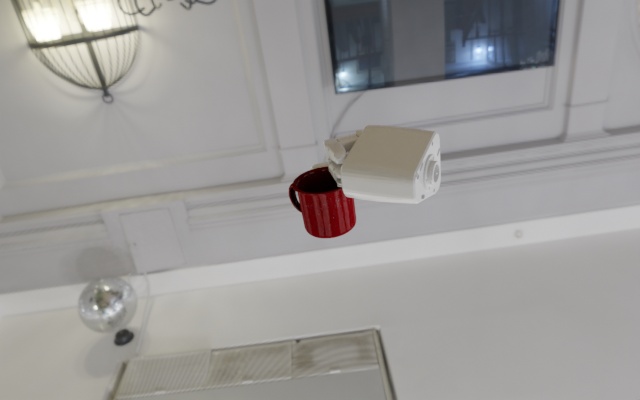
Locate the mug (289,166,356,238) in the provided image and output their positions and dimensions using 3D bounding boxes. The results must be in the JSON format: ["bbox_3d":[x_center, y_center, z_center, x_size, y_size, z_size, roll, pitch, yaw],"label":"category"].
[{"bbox_3d":[-0.001,0.002,0.731,0.117,0.081,0.093,9,33,32],"label":"mug"}]
